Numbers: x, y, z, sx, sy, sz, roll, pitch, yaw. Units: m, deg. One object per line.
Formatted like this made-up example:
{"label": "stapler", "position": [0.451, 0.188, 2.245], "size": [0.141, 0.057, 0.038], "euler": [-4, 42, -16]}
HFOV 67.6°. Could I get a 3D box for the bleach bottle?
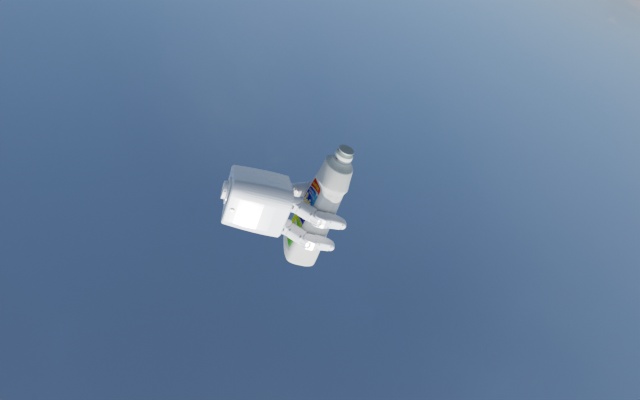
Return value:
{"label": "bleach bottle", "position": [0.000, 0.003, 0.870], "size": [0.068, 0.251, 0.102], "euler": [13, 37, -15]}
